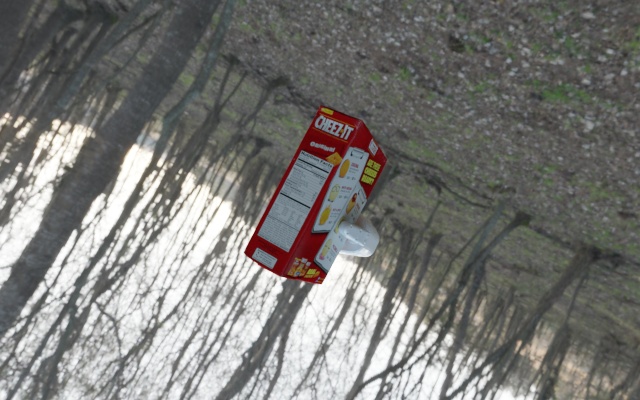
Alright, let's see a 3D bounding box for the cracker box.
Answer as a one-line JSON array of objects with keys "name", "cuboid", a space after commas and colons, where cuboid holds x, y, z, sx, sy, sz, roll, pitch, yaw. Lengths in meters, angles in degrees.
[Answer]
[{"name": "cracker box", "cuboid": [0.000, 0.002, 0.649, 0.072, 0.213, 0.164, 26, -3, 22]}]
